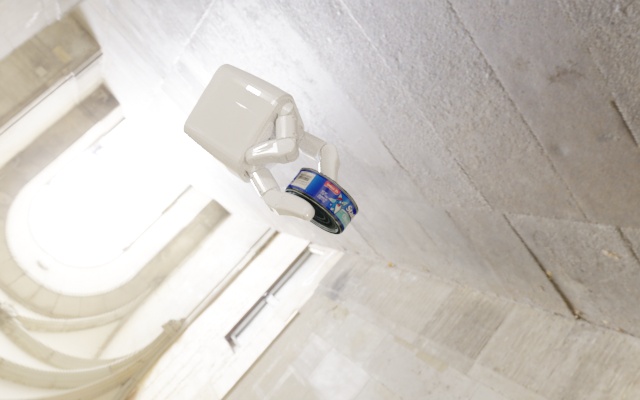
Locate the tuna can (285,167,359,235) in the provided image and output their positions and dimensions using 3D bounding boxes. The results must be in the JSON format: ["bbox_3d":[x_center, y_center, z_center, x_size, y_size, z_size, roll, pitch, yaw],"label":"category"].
[{"bbox_3d":[0.000,0.002,0.560,0.086,0.033,0.086,34,-17,12],"label":"tuna can"}]
